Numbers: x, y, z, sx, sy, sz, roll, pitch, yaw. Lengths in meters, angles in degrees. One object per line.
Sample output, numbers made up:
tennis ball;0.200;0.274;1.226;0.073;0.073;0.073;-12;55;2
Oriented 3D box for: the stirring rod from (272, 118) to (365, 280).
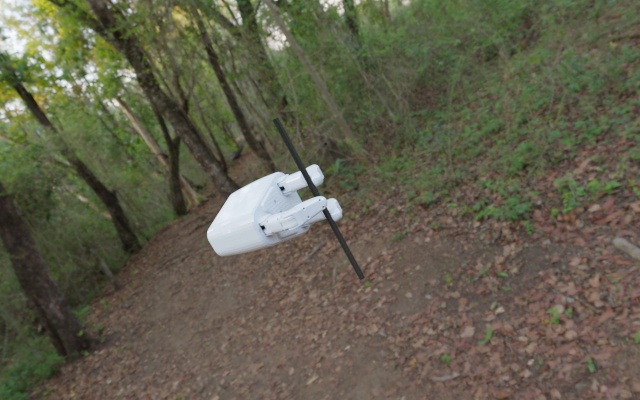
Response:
stirring rod;0.000;0.002;0.617;0.011;0.239;0.011;-27;13;7
